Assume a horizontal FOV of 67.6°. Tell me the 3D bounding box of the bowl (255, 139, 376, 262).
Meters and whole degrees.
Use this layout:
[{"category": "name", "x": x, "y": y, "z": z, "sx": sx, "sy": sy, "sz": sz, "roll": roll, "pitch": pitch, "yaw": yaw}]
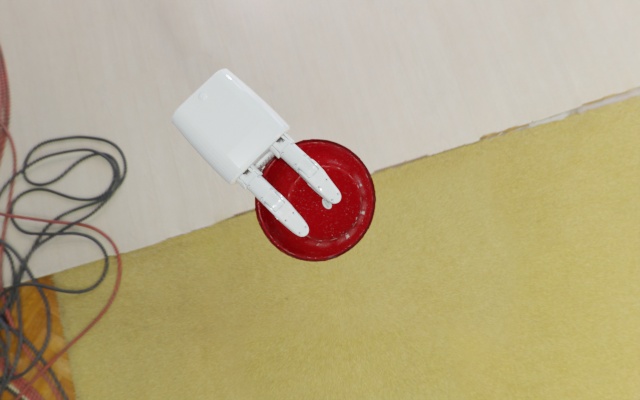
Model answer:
[{"category": "bowl", "x": 0.001, "y": 0.003, "z": 0.600, "sx": 0.162, "sy": 0.162, "sz": 0.055, "roll": 0, "pitch": 4, "yaw": -12}]
